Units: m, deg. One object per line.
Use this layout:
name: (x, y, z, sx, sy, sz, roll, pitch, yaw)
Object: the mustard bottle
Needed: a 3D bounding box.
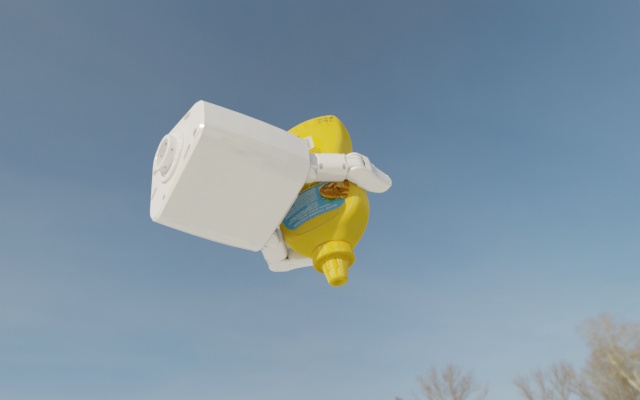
mustard bottle: (0.000, 0.002, 0.497, 0.096, 0.191, 0.058, -26, -41, 16)
